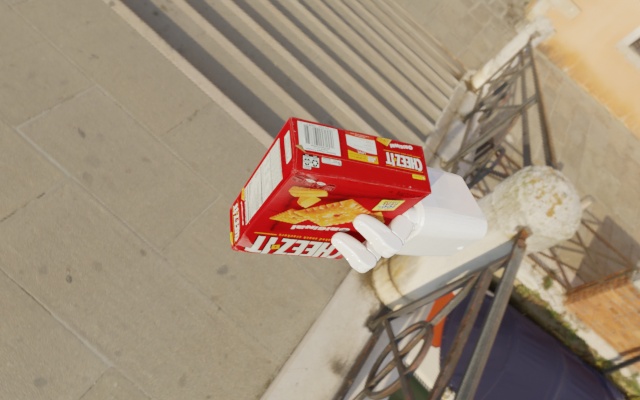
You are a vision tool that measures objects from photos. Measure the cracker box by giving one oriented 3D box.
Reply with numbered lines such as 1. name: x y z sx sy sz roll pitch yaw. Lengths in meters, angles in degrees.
1. cracker box: 0.000 0.002 0.572 0.164 0.072 0.214 8 -30 -25
